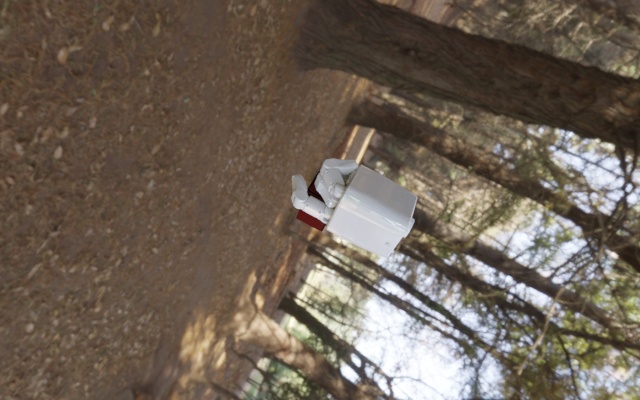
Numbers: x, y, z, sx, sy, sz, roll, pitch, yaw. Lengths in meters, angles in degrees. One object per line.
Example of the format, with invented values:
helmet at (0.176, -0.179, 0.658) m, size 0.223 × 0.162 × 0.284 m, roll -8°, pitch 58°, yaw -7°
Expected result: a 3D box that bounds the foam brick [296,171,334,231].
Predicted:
foam brick at (0.000, 0.003, 0.788) m, size 0.051 × 0.053 × 0.078 m, roll 27°, pitch -41°, yaw 3°
